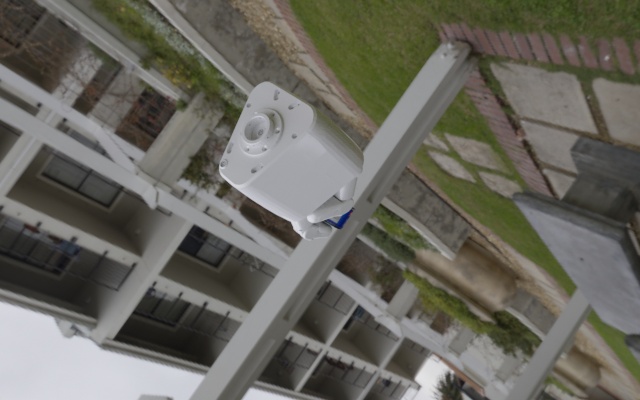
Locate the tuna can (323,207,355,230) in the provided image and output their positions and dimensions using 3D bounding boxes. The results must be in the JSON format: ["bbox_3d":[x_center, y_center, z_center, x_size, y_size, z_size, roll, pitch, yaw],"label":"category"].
[{"bbox_3d":[0.000,0.003,0.618,0.086,0.034,0.086,32,2,-1],"label":"tuna can"}]
